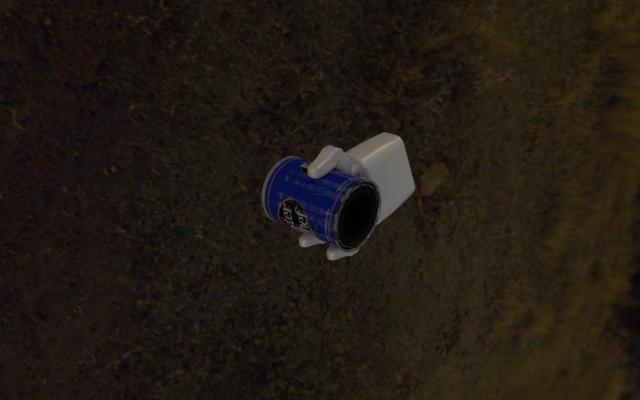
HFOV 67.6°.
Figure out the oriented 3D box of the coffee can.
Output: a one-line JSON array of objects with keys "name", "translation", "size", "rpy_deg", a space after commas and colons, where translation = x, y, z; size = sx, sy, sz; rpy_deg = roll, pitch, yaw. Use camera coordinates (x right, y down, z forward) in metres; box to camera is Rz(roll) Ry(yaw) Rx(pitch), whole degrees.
[{"name": "coffee can", "translation": [0.000, 0.002, 0.684], "size": [0.140, 0.103, 0.103], "rpy_deg": [21, 13, 37]}]
